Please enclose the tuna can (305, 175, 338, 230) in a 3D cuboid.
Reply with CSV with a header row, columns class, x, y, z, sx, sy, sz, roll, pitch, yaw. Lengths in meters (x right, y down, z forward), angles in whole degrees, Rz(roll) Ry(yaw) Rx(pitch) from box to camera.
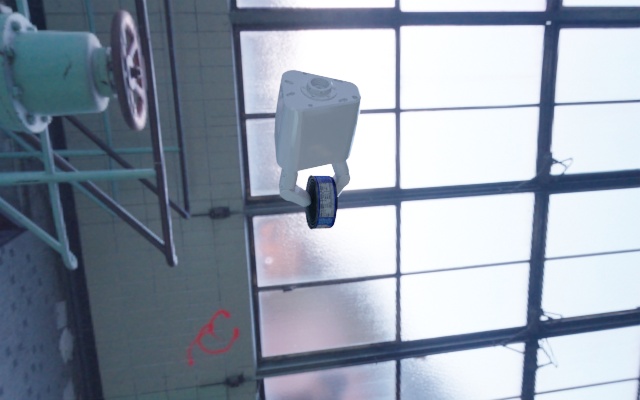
class,x,y,z,sx,sy,sz,roll,pitch,yaw
tuna can,0.001,0.002,0.745,0.034,0.086,0.086,0,0,-14
